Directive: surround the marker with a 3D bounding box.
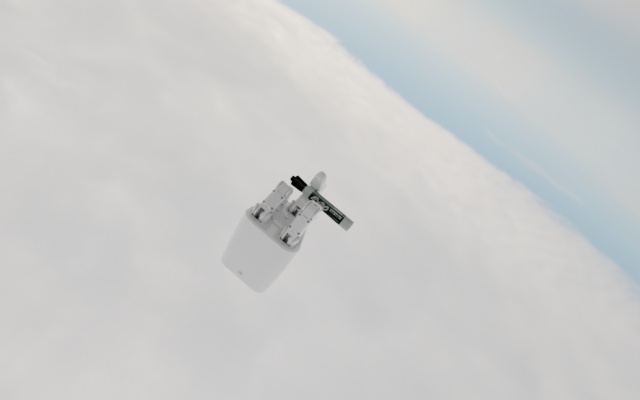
[{"bbox_3d":[0.000,0.002,0.742,0.121,0.020,0.020,40,7,8],"label":"marker"}]
